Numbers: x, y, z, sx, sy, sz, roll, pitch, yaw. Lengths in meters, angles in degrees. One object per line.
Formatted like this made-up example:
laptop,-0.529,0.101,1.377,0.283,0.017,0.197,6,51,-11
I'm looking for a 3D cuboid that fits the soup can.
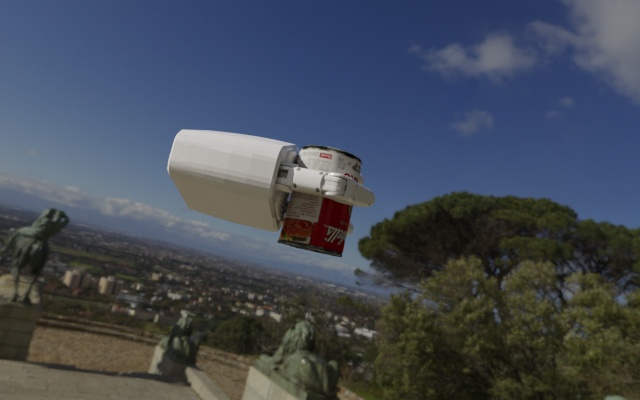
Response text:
soup can,0.001,0.001,0.493,0.068,0.102,0.068,13,-8,2
